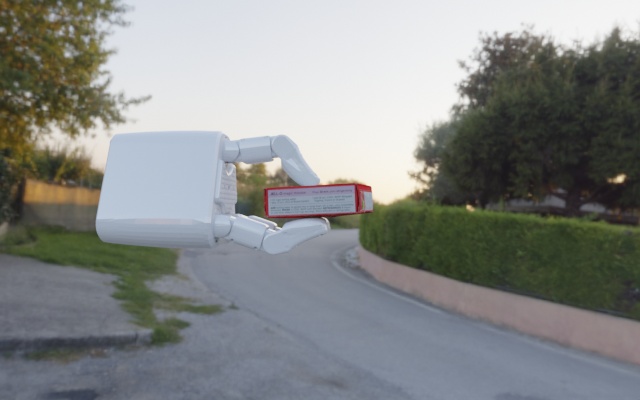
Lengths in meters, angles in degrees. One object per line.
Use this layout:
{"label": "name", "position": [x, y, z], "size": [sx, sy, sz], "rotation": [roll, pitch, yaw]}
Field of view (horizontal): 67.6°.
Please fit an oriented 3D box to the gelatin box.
{"label": "gelatin box", "position": [0.000, 0.001, 0.451], "size": [0.089, 0.030, 0.073], "rotation": [-4, -2, 16]}
